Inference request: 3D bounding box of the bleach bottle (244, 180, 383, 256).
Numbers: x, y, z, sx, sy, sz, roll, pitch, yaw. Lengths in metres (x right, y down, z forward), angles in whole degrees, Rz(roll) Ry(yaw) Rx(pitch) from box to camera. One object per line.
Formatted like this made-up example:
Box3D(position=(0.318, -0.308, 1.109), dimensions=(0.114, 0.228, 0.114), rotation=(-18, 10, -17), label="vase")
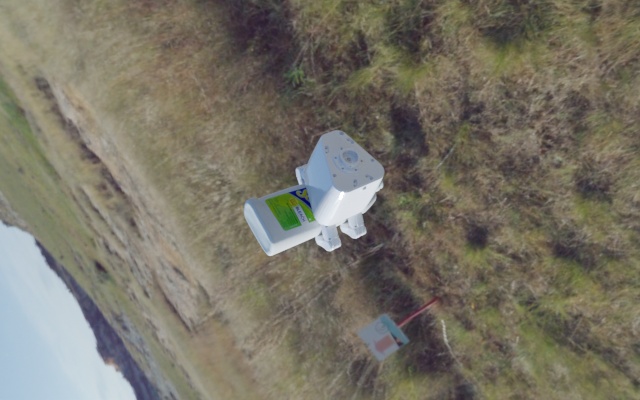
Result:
Box3D(position=(0.000, 0.003, 0.838), dimensions=(0.251, 0.102, 0.068), rotation=(-24, -20, -26), label="bleach bottle")
